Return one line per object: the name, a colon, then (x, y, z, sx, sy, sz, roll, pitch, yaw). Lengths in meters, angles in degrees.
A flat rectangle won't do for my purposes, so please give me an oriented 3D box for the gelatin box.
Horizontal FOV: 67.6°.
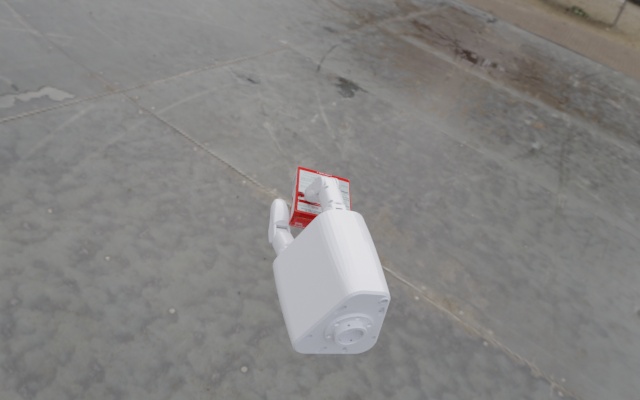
gelatin box: (0.000, 0.001, 0.607, 0.073, 0.030, 0.089, 14, 41, -12)
